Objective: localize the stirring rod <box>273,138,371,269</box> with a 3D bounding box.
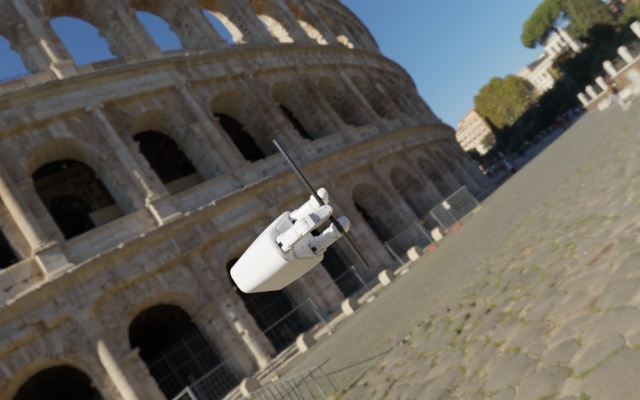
[{"bbox_3d":[0.000,0.002,0.714,0.011,0.239,0.011,-35,-9,-6],"label":"stirring rod"}]
